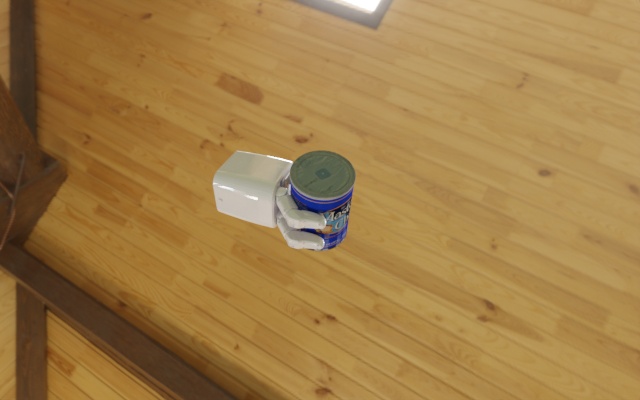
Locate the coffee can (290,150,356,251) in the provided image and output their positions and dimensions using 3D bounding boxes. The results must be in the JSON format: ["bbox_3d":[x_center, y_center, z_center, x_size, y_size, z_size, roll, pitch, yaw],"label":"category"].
[{"bbox_3d":[0.000,0.002,0.791,0.103,0.102,0.140,0,-41,-4],"label":"coffee can"}]
